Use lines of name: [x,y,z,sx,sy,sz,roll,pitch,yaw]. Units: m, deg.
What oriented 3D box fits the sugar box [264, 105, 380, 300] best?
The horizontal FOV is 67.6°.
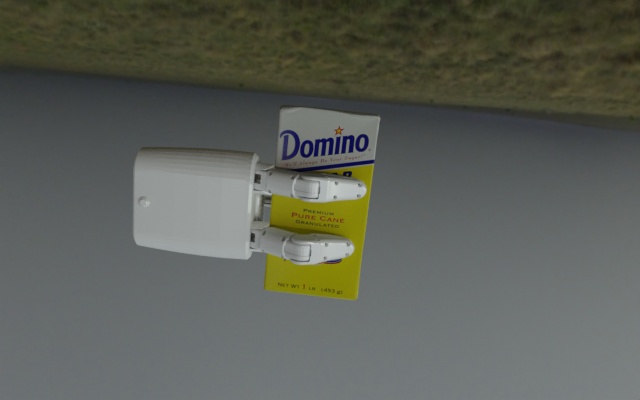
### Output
sugar box: [0.000,0.002,0.456,0.093,0.176,0.048,6,13,1]
